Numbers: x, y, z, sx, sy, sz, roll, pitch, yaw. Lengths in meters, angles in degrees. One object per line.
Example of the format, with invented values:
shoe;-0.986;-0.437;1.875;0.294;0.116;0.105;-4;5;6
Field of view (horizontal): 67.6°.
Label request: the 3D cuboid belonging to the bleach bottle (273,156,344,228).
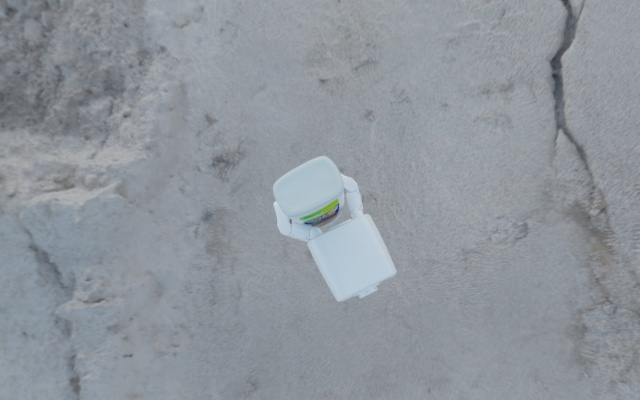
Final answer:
bleach bottle;0.000;0.003;0.789;0.102;0.068;0.251;-27;-13;4
